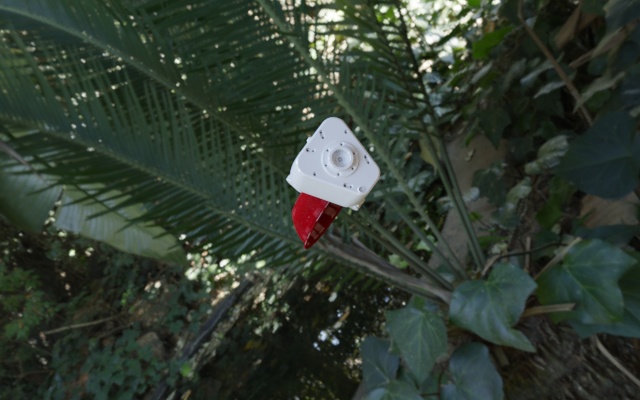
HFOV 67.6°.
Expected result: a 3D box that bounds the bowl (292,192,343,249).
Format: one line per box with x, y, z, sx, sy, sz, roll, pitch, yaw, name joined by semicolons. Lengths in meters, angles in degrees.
0.000;0.003;0.820;0.055;0.162;0.162;34;7;11;bowl
